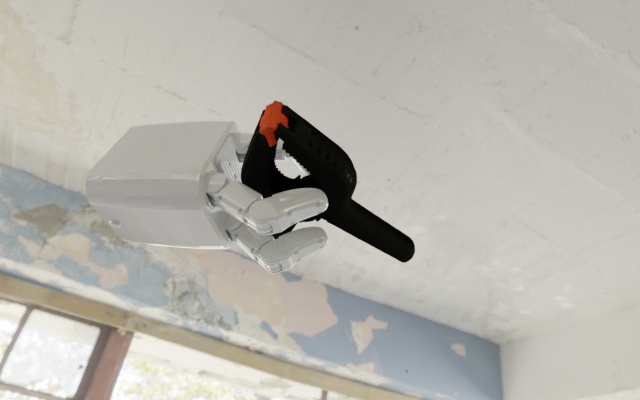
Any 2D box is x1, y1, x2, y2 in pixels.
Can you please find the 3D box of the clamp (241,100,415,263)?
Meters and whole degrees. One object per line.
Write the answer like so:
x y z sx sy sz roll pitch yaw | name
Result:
0.000 0.000 0.412 0.164 0.036 0.210 0 -36 9 | clamp
